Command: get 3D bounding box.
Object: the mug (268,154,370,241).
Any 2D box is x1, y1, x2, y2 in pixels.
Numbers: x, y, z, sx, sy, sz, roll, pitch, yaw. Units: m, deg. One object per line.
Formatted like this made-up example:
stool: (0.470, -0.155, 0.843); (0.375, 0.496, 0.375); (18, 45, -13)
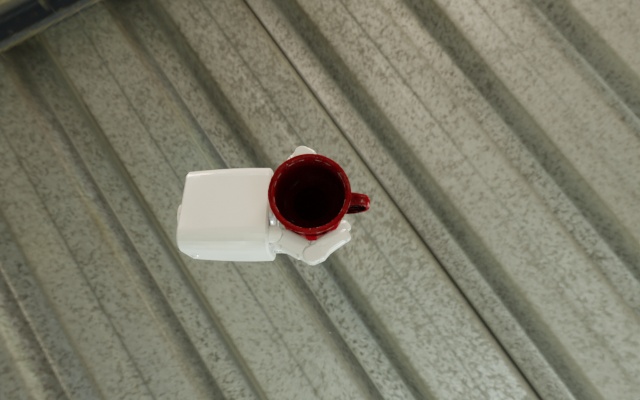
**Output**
mug: (0.002, 0.002, 0.568); (0.117, 0.093, 0.081); (0, -15, 1)
